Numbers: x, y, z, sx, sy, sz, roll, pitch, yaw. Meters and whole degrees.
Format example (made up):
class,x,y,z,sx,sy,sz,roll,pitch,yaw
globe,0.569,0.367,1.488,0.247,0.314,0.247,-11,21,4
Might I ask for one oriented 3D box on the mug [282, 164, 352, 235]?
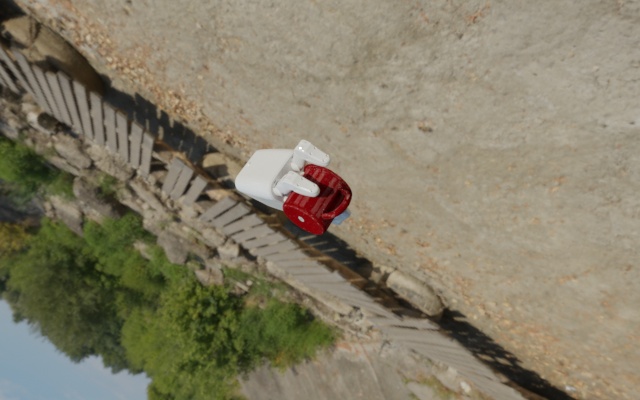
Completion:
class,x,y,z,sx,sy,sz,roll,pitch,yaw
mug,0.001,0.003,0.763,0.117,0.081,0.093,10,-31,46
